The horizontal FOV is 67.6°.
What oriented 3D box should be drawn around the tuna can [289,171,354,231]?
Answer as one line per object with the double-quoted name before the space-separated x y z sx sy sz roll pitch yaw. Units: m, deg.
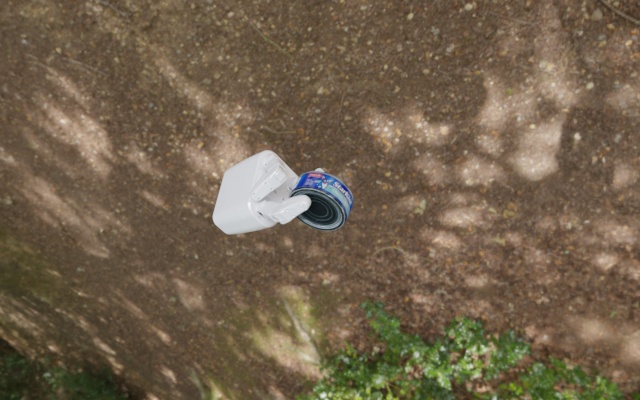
"tuna can" 0.000 0.003 0.652 0.086 0.033 0.086 16 -39 14
